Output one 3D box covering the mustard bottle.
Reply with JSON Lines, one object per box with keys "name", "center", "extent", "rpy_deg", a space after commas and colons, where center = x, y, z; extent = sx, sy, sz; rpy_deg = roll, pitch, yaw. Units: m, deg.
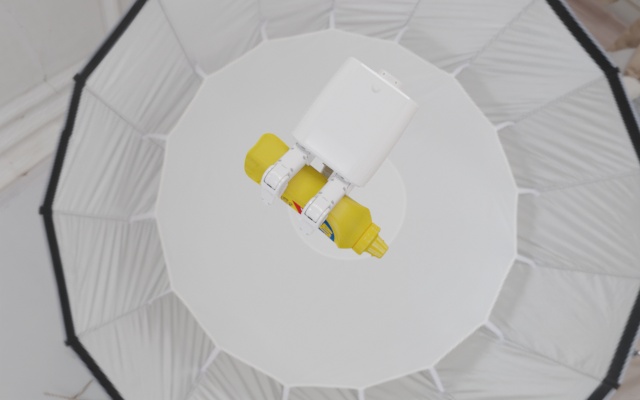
{"name": "mustard bottle", "center": [0.000, 0.002, 0.564], "extent": [0.191, 0.058, 0.096], "rpy_deg": [38, -12, 6]}
